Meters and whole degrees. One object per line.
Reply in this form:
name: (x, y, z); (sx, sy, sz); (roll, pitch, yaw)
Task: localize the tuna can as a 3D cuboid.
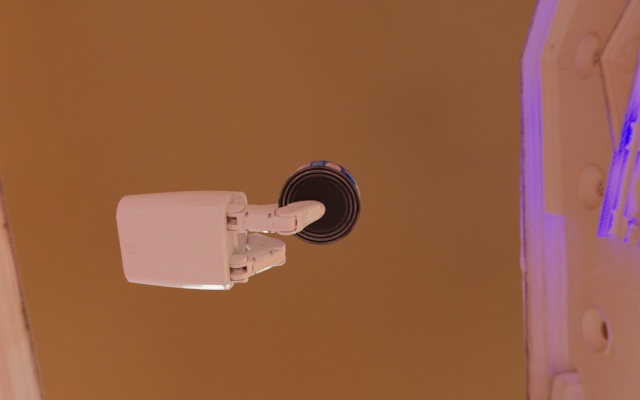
tuna can: (0.000, 0.001, 0.508); (0.086, 0.086, 0.033); (0, 17, 6)
